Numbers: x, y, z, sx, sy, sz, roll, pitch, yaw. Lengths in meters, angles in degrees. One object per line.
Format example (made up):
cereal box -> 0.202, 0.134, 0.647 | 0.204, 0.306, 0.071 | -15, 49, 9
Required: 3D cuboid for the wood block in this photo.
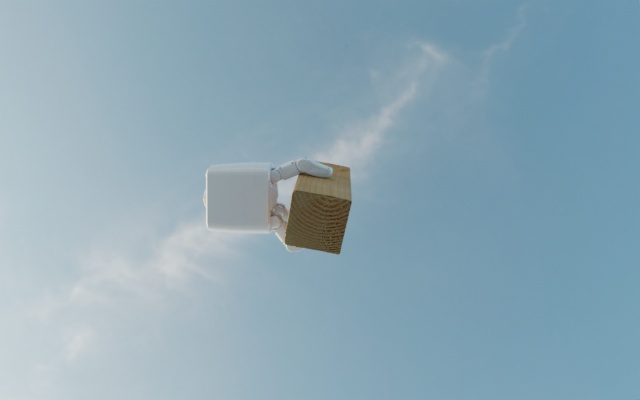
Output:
wood block -> 0.000, 0.002, 0.805 | 0.090, 0.091, 0.206 | 11, 18, -1
